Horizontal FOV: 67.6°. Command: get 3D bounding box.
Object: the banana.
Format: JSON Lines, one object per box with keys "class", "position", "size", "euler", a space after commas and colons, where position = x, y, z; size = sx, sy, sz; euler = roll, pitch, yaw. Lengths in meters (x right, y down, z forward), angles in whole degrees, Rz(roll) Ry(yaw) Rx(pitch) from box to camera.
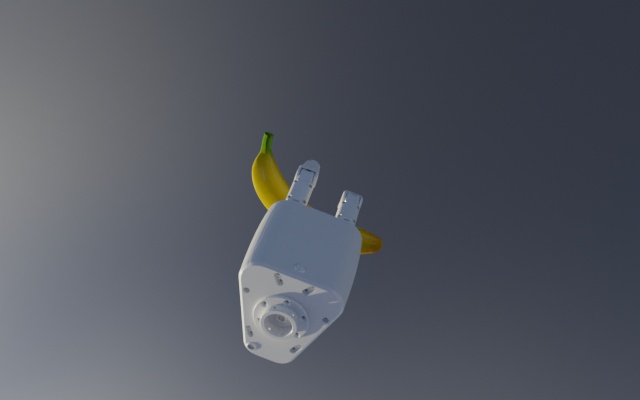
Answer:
{"class": "banana", "position": [-0.015, 0.011, 0.571], "size": [0.070, 0.198, 0.037], "euler": [-42, 12, 23]}
